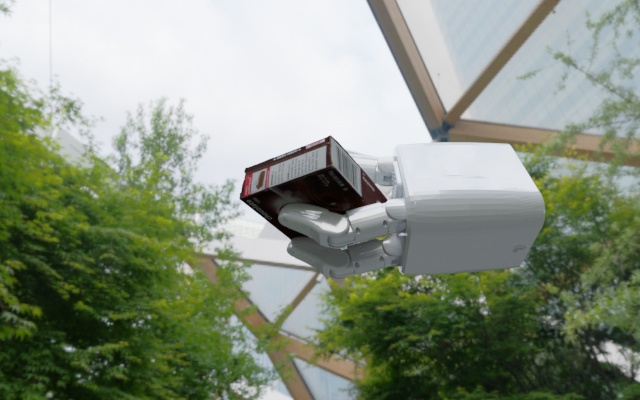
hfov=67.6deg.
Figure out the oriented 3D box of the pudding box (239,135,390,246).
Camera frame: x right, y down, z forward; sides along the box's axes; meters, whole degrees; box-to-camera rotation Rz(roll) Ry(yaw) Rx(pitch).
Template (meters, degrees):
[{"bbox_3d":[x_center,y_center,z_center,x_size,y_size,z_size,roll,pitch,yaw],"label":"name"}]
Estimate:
[{"bbox_3d":[0.000,0.001,0.417,0.090,0.039,0.113,-19,-42,26],"label":"pudding box"}]
